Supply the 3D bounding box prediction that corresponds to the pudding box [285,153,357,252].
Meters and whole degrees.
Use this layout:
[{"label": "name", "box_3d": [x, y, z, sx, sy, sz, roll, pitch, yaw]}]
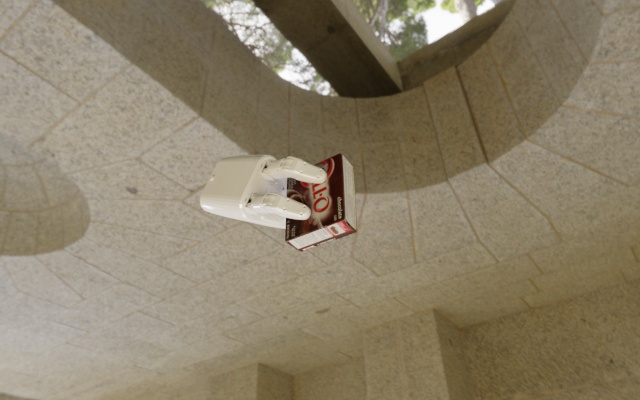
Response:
[{"label": "pudding box", "box_3d": [0.000, 0.002, 0.629, 0.090, 0.113, 0.039, -23, -40, 26]}]
